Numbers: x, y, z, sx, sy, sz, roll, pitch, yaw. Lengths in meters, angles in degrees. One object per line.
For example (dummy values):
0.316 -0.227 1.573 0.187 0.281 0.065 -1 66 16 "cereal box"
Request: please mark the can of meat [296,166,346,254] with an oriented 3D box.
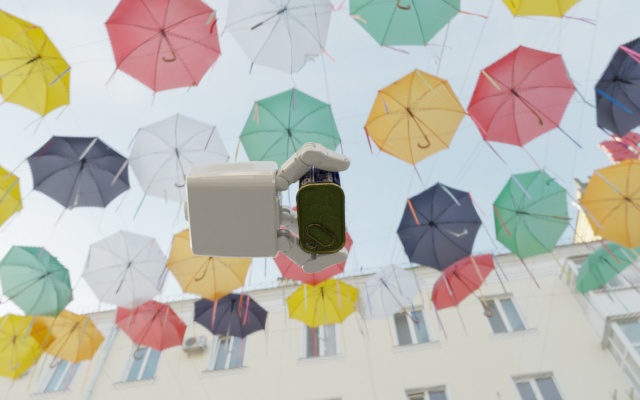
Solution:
0.000 0.002 0.601 0.057 0.102 0.084 -3 33 0 "can of meat"
